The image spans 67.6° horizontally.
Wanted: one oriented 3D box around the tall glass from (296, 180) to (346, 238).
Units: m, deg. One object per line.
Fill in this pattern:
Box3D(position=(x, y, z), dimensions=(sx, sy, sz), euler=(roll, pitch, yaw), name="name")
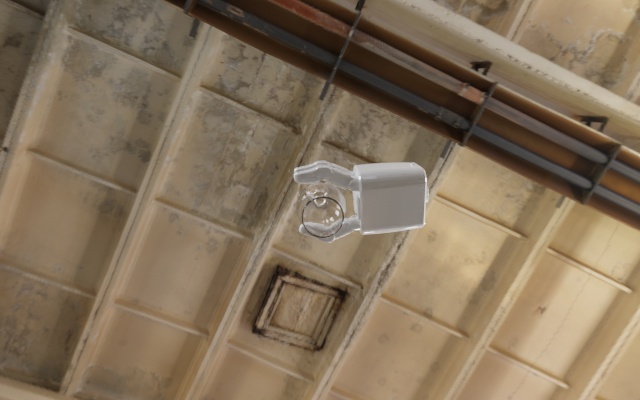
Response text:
Box3D(position=(0.000, 0.002, 0.785), dimensions=(0.079, 0.079, 0.201), euler=(0, 13, -2), name="tall glass")
